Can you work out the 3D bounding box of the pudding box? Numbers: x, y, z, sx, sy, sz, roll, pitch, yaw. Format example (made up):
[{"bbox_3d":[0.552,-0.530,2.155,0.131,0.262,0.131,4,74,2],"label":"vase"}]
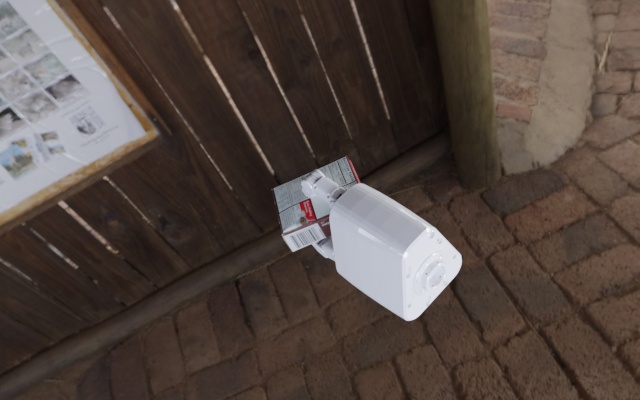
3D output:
[{"bbox_3d":[0.000,0.002,0.604,0.113,0.090,0.039,-22,-46,5],"label":"pudding box"}]
